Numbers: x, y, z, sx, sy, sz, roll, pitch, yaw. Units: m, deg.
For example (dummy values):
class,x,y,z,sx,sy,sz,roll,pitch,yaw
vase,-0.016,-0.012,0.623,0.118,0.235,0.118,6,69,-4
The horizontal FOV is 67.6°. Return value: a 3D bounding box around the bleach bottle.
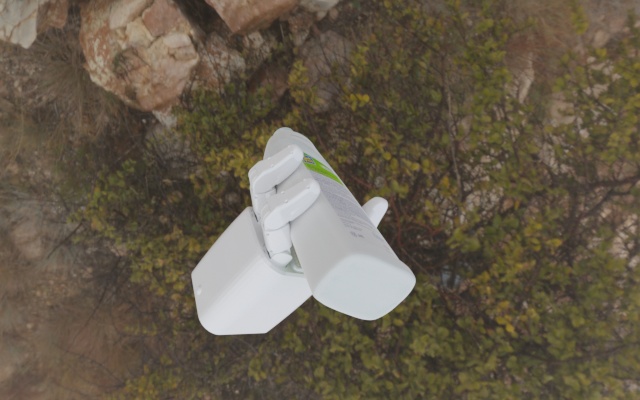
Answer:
class,x,y,z,sx,sy,sz,roll,pitch,yaw
bleach bottle,0.000,0.002,0.503,0.102,0.068,0.250,29,22,-38
